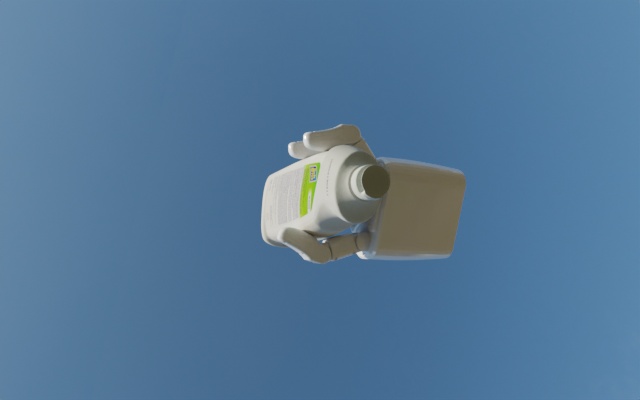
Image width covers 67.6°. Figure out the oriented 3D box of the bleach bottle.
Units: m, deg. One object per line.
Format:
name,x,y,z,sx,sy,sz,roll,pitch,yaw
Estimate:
bleach bottle,0.000,0.002,0.518,0.068,0.102,0.251,4,-6,-22
